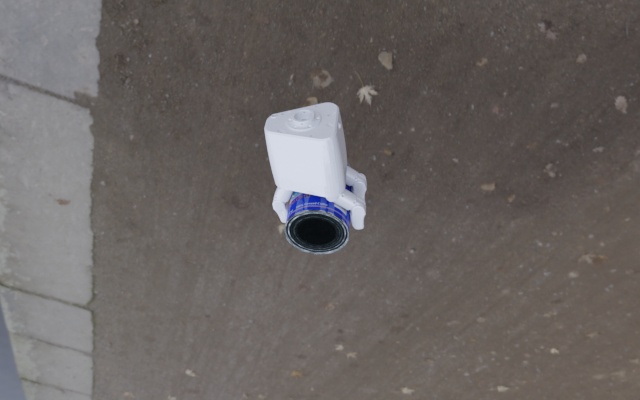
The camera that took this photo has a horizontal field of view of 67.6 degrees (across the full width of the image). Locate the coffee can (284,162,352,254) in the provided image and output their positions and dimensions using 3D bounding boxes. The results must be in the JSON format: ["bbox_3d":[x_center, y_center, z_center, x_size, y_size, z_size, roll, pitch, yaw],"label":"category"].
[{"bbox_3d":[0.000,0.003,0.790,0.103,0.140,0.103,4,-45,3],"label":"coffee can"}]
